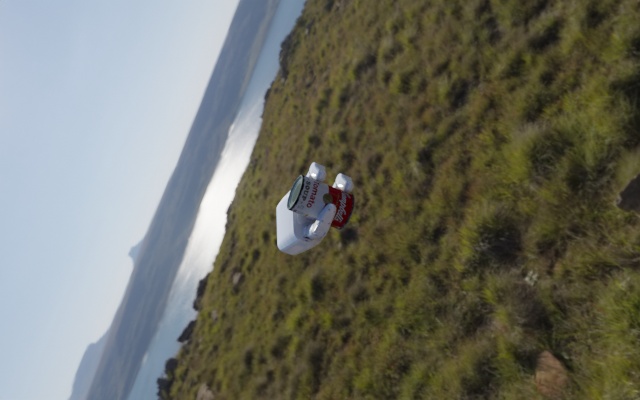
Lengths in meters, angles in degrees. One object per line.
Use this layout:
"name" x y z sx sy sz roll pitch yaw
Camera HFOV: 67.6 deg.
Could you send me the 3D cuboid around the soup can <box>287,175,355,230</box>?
"soup can" 0.000 0.003 0.841 0.102 0.068 0.068 22 -7 -17
